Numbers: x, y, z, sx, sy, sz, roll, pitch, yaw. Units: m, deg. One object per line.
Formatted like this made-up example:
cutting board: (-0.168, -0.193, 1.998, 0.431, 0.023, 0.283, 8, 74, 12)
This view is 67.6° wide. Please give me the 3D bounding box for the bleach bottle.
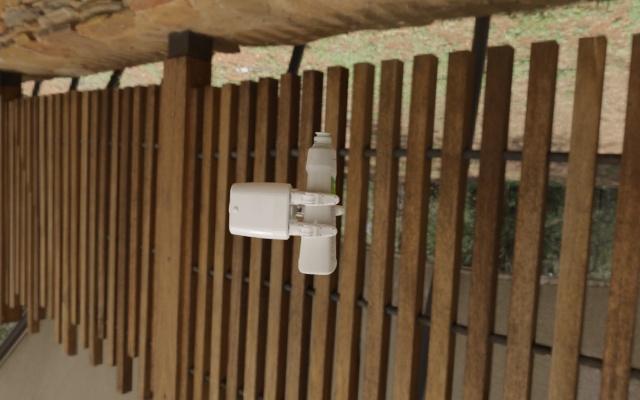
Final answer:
bleach bottle: (0.000, 0.003, 0.877, 0.068, 0.251, 0.102, 3, 4, 6)
